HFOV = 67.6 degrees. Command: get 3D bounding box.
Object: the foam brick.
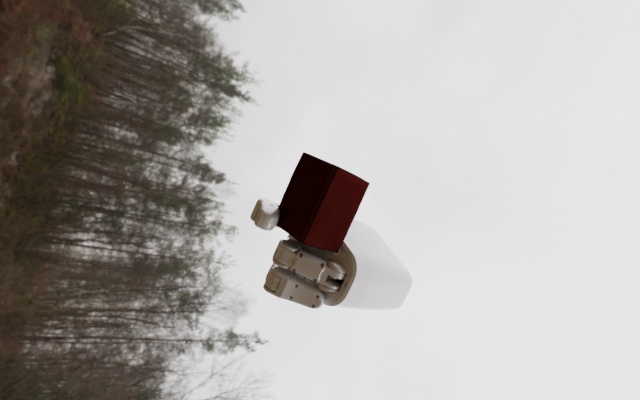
[{"bbox_3d":[0.000,0.001,0.459,0.051,0.078,0.053,19,9,-43],"label":"foam brick"}]
